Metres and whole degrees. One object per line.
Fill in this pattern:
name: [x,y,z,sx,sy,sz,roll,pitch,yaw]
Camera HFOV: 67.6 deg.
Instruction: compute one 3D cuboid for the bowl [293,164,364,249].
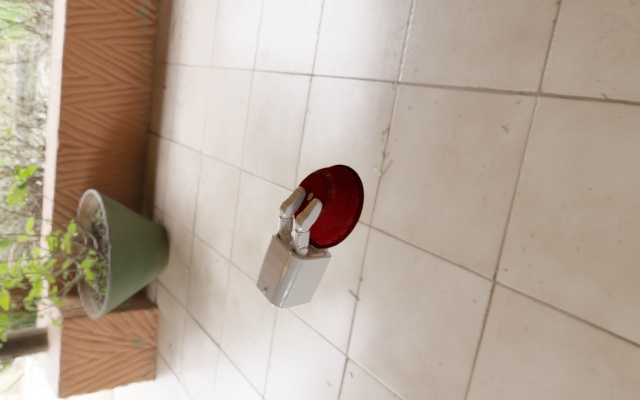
bowl: [0.000,0.001,0.859,0.162,0.162,0.055,0,-17,46]
